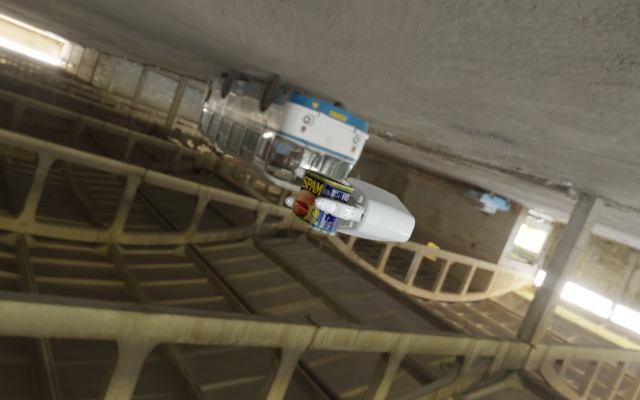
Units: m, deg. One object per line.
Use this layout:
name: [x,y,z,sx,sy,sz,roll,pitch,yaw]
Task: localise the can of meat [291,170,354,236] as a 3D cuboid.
can of meat: [0.000,0.003,0.795,0.057,0.084,0.102,17,7,-31]
